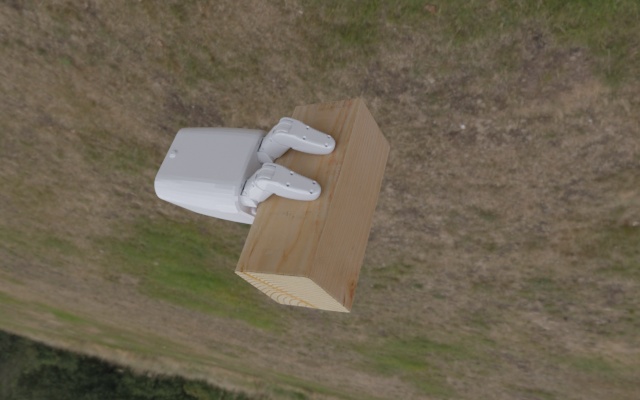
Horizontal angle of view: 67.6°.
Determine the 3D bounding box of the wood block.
[{"bbox_3d":[0.000,0.002,0.511,0.090,0.206,0.091,-1,-31,31],"label":"wood block"}]
